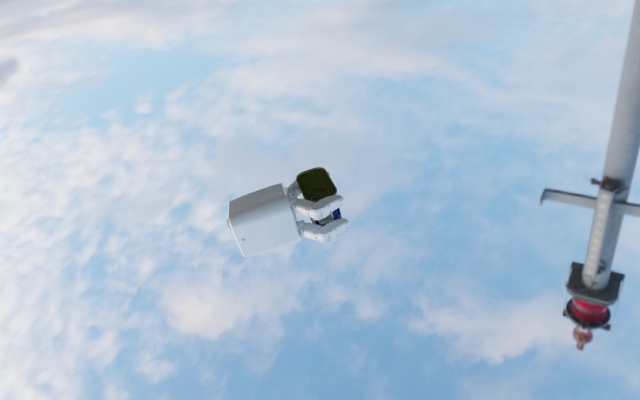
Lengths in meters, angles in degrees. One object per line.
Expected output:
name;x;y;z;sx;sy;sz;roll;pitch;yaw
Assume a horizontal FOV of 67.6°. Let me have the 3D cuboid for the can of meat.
can of meat;0.000;0.003;0.859;0.057;0.084;0.102;-19;37;-6
